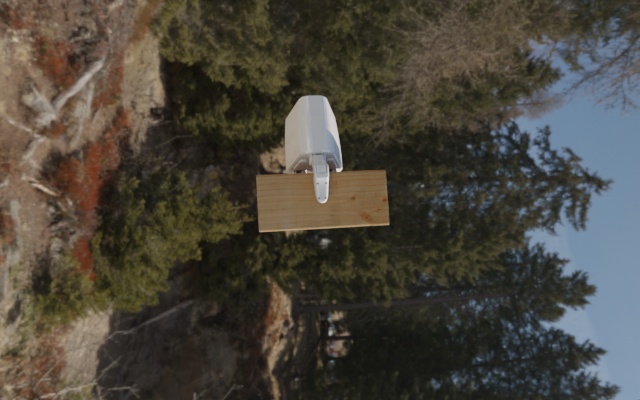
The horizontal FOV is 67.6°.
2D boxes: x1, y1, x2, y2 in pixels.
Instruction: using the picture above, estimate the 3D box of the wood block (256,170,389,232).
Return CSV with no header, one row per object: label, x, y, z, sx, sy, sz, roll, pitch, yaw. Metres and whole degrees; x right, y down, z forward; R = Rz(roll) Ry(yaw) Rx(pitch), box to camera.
wood block,0.000,0.002,0.789,0.206,0.090,0.091,-3,-3,-5
